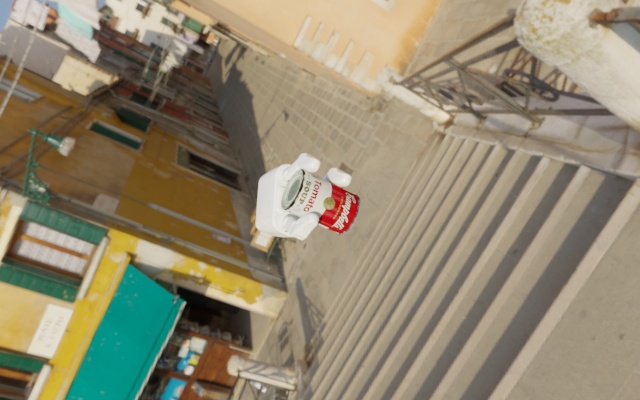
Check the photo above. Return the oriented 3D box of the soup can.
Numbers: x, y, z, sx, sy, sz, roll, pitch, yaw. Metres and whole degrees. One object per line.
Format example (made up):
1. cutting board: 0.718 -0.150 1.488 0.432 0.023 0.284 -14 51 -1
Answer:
1. soup can: 0.000 0.002 0.723 0.102 0.068 0.068 25 -10 -21
